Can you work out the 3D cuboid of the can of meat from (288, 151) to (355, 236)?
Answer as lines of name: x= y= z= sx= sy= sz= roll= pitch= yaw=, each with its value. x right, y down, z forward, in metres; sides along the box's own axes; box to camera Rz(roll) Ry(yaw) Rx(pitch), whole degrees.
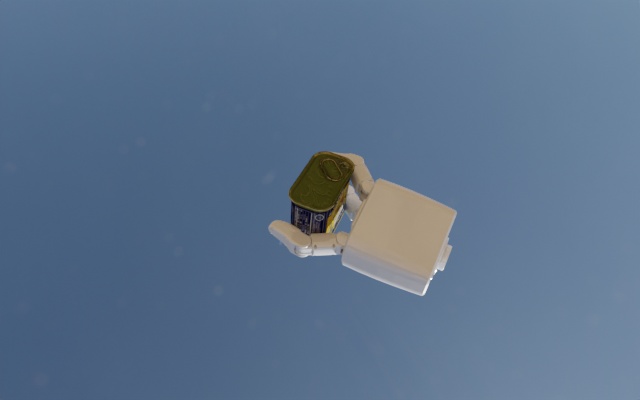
can of meat: x=0.000 y=0.002 z=0.610 sx=0.057 sy=0.084 sz=0.102 roll=20 pitch=48 yaw=13
